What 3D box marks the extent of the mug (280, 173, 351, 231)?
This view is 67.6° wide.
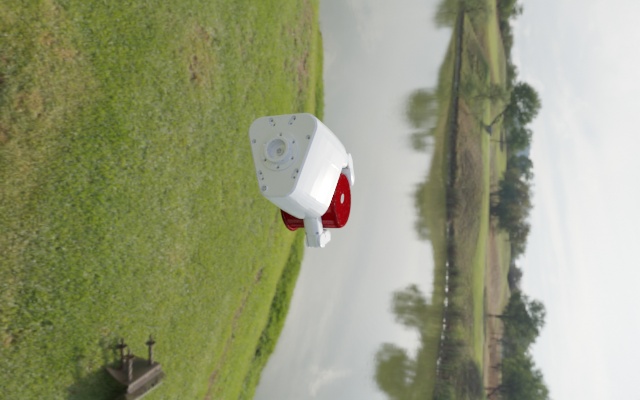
[{"bbox_3d":[0.001,0.003,0.716,0.081,0.093,0.117,0,-12,21],"label":"mug"}]
